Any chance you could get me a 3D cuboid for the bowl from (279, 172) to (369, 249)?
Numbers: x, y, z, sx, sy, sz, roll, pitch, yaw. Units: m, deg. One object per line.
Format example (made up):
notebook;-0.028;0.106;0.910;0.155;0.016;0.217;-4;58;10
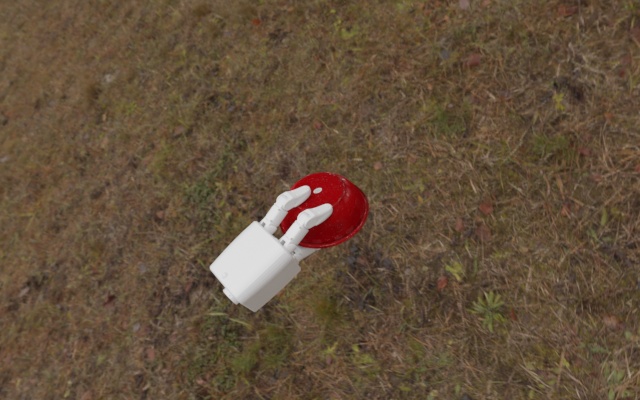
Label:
bowl;0.001;0.001;0.820;0.162;0.162;0.055;0;-42;14
